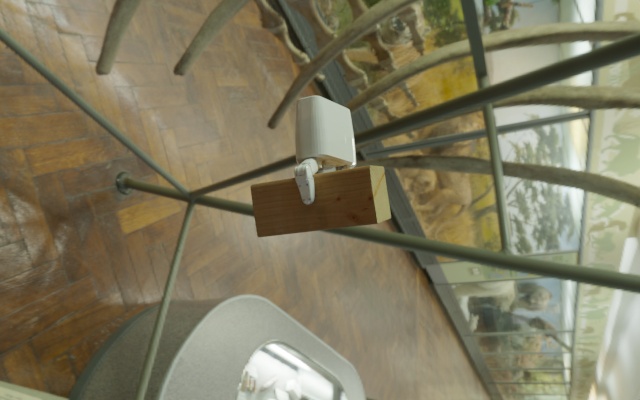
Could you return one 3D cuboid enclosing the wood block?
[{"bbox_3d":[0.000,0.002,0.788,0.206,0.090,0.091,-8,0,22],"label":"wood block"}]
